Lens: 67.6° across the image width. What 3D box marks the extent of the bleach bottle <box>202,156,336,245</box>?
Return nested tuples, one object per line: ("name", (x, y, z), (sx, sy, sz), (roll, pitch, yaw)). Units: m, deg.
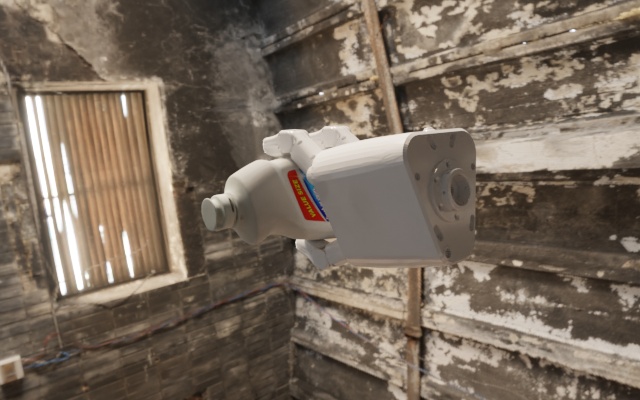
("bleach bottle", (0.000, 0.002, 0.493), (0.251, 0.102, 0.068), (-11, 3, -39))
